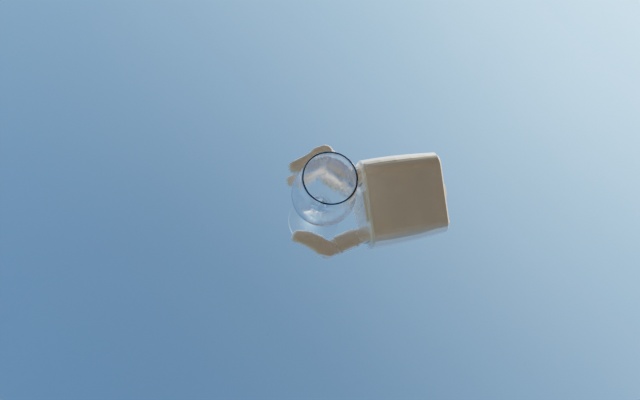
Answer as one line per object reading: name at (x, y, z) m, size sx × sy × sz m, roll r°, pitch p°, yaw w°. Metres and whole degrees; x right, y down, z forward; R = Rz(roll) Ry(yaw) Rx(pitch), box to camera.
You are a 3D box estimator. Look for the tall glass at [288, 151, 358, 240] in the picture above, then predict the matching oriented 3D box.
tall glass at (0.000, 0.002, 0.611) m, size 0.079 × 0.079 × 0.201 m, roll 0°, pitch -16°, yaw -6°
